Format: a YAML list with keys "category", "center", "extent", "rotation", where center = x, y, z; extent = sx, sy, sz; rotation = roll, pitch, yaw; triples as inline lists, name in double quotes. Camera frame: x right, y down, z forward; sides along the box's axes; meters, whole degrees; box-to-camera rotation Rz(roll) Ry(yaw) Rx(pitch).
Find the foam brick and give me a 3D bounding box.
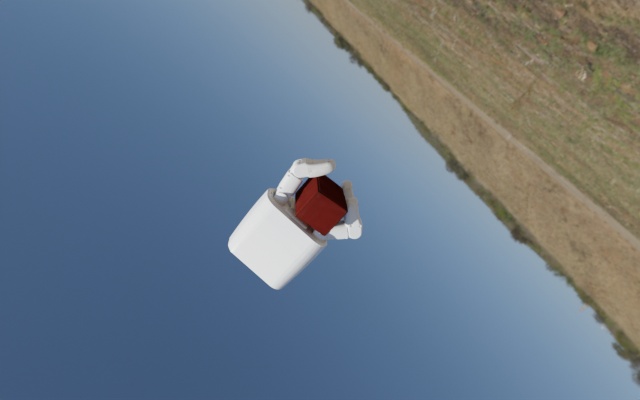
- category: "foam brick"
  center: [0.000, 0.002, 0.672]
  extent: [0.053, 0.051, 0.078]
  rotation: [37, 18, -18]
